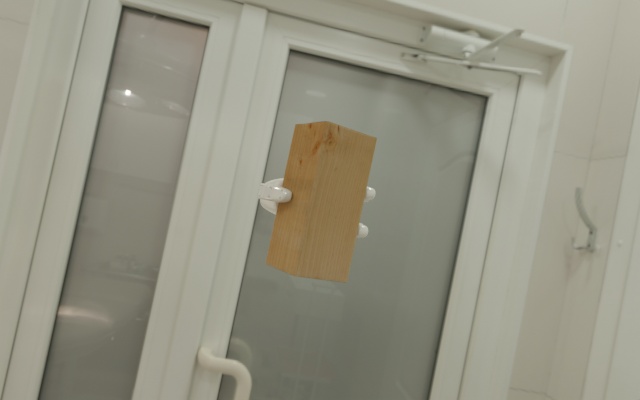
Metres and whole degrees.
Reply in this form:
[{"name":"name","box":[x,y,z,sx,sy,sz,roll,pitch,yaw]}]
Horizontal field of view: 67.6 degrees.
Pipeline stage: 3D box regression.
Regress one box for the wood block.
[{"name":"wood block","box":[0.000,0.002,0.675,0.091,0.206,0.090,13,-2,-33]}]
